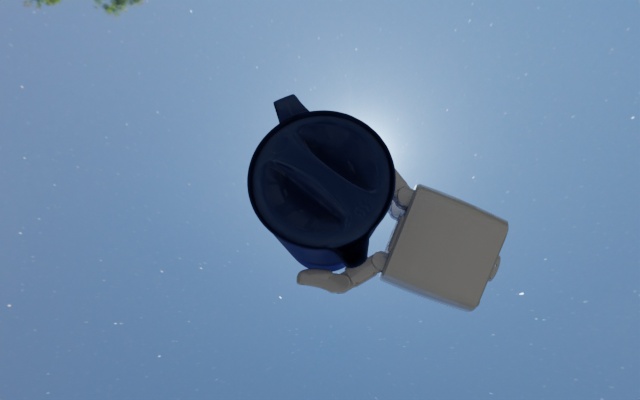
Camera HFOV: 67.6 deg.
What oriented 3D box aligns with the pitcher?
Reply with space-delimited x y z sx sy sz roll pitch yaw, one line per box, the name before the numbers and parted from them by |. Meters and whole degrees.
pitcher | 0.000 0.002 0.538 0.145 0.149 0.243 20 -15 7
